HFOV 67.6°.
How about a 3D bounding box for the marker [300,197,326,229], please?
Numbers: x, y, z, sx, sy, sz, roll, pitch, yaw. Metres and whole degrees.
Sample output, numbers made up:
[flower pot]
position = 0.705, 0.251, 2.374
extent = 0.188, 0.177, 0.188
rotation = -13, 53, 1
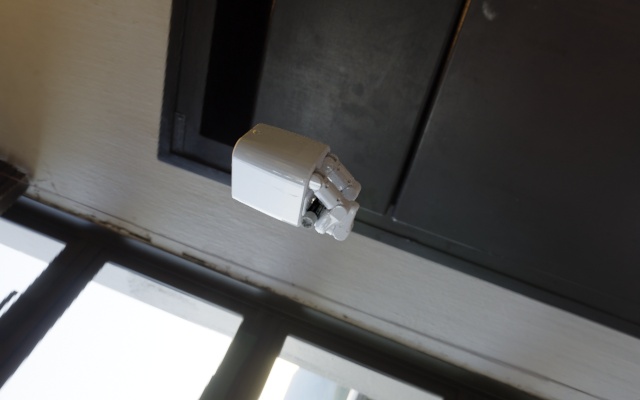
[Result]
[marker]
position = 0.000, 0.002, 0.660
extent = 0.020, 0.020, 0.121
rotation = 0, 26, 19
